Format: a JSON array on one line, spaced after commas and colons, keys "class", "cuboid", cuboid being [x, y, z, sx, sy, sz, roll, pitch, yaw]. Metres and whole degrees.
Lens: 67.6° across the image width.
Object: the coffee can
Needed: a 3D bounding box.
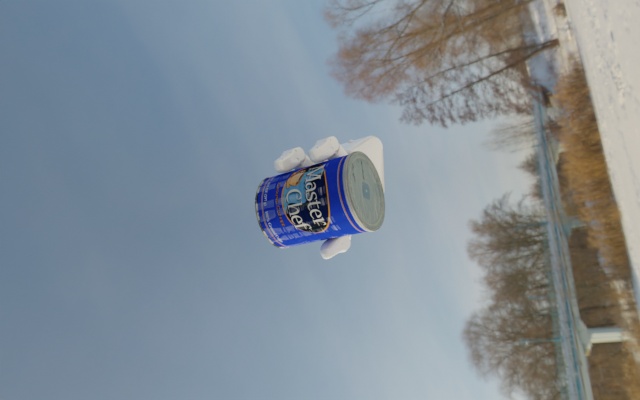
[{"class": "coffee can", "cuboid": [0.000, 0.002, 0.630, 0.140, 0.103, 0.103, -14, -7, 30]}]
